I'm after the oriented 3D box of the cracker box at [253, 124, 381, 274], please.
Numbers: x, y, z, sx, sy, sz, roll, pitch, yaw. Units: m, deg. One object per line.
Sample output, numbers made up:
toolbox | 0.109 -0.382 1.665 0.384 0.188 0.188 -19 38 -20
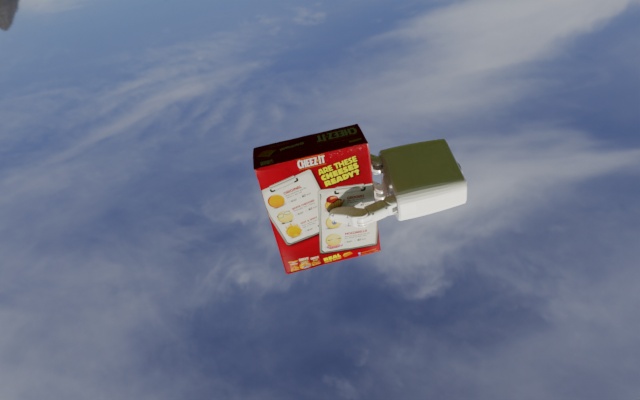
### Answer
cracker box | 0.000 0.003 0.744 0.164 0.214 0.072 -14 37 -2
